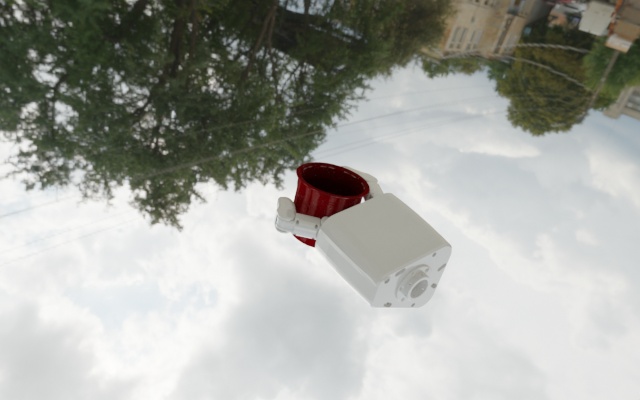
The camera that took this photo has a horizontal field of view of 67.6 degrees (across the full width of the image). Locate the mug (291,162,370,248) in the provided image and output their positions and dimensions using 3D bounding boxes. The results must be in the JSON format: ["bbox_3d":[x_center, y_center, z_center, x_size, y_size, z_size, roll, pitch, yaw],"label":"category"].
[{"bbox_3d":[-0.001,0.001,0.611,0.093,0.081,0.117,-5,33,-34],"label":"mug"}]
